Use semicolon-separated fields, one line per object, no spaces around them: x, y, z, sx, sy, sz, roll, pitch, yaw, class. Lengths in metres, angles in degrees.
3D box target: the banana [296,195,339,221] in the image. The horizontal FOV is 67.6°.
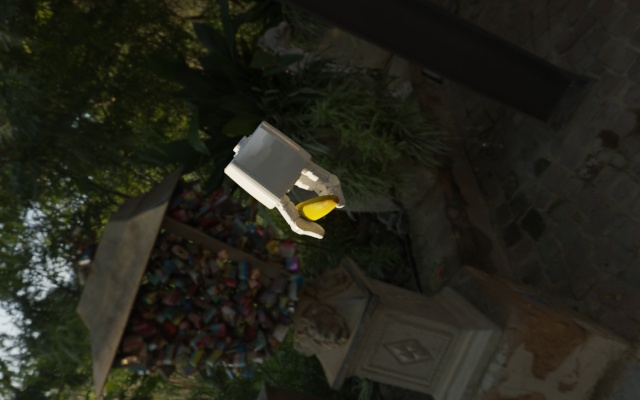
-0.015;0.014;0.864;0.069;0.037;0.198;-35;3;-8;banana
